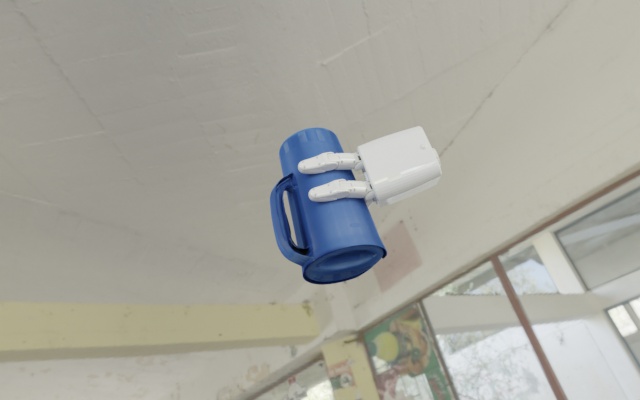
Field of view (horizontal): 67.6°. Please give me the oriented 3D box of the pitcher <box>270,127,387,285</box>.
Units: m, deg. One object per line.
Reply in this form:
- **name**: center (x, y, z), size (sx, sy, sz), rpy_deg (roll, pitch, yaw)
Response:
- **pitcher**: center (0.000, 0.002, 0.769), size (0.145, 0.242, 0.149), rpy_deg (-20, -29, 5)
